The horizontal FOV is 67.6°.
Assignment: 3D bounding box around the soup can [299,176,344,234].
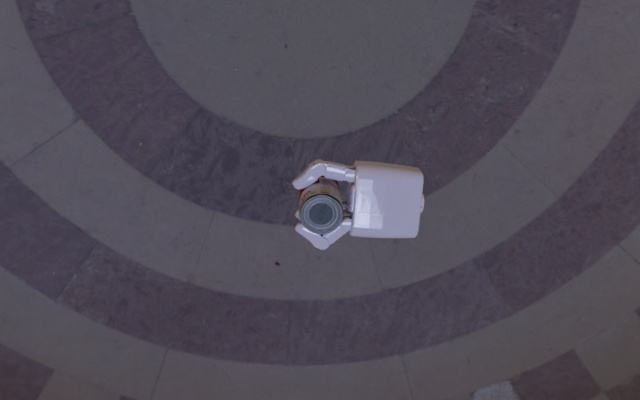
[{"bbox_3d":[0.000,0.002,0.755,0.068,0.068,0.102,0,23,-2],"label":"soup can"}]
